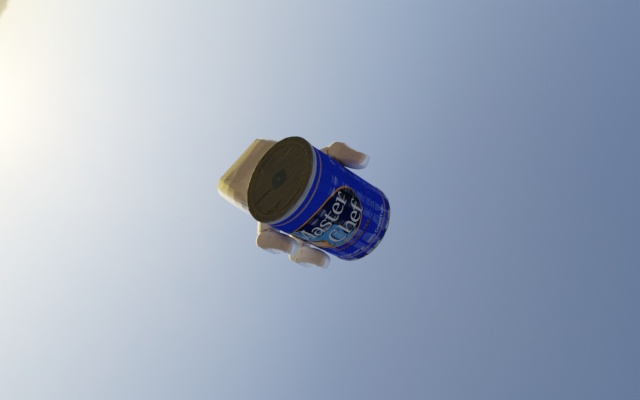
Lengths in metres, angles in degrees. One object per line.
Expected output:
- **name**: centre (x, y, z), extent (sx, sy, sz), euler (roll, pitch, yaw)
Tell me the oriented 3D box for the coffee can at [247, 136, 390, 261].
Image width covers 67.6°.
- **coffee can**: centre (0.000, 0.002, 0.560), extent (0.103, 0.102, 0.140), euler (0, -22, 46)
